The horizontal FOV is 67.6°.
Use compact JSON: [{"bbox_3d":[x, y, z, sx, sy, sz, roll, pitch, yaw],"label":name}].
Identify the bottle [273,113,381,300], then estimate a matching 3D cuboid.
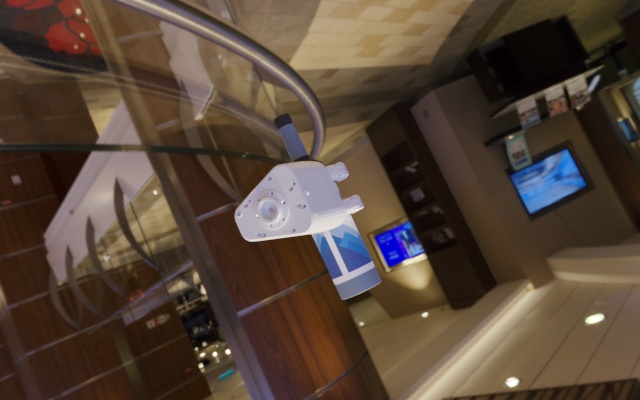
[{"bbox_3d":[0.000,0.003,0.733,0.069,0.295,0.069,-25,-6,-3],"label":"bottle"}]
